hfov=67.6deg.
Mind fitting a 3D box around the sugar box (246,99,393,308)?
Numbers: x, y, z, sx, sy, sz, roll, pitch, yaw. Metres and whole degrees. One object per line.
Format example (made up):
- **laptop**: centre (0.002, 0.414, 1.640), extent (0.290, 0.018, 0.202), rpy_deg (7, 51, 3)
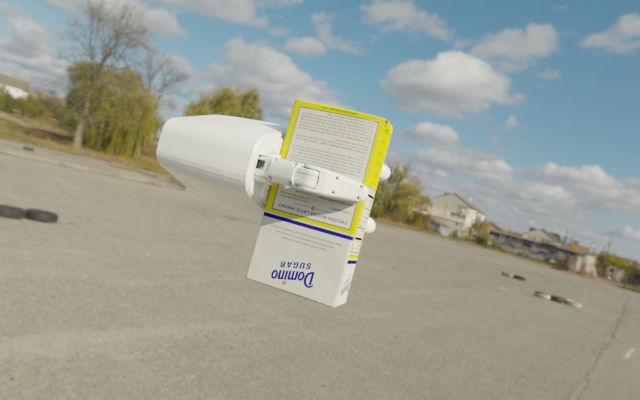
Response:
- **sugar box**: centre (0.000, 0.001, 0.451), extent (0.093, 0.176, 0.048), rpy_deg (16, 0, 19)
